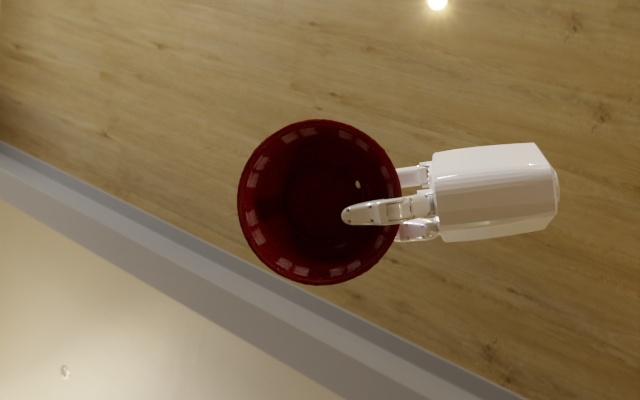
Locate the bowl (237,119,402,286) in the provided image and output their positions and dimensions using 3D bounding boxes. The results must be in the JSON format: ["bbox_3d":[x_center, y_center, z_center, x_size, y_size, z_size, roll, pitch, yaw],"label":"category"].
[{"bbox_3d":[-0.001,0.001,0.486,0.162,0.162,0.055,0,2,4],"label":"bowl"}]
